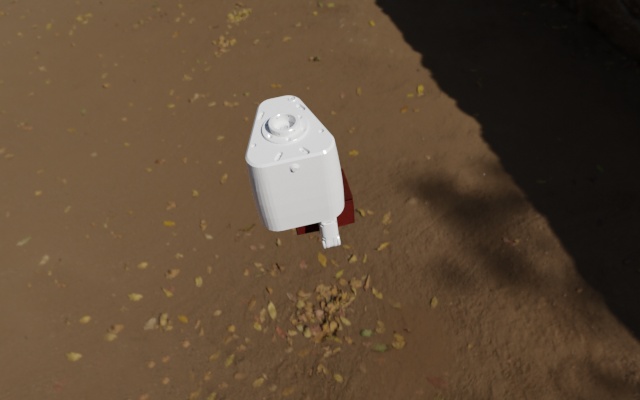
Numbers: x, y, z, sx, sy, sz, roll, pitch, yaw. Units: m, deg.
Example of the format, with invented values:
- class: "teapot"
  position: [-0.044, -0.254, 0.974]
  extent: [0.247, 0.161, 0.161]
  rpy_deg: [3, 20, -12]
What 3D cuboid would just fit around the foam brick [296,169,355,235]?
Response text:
- class: "foam brick"
  position: [0.000, 0.002, 0.601]
  extent: [0.078, 0.053, 0.051]
  rpy_deg: [-13, -40, -4]
